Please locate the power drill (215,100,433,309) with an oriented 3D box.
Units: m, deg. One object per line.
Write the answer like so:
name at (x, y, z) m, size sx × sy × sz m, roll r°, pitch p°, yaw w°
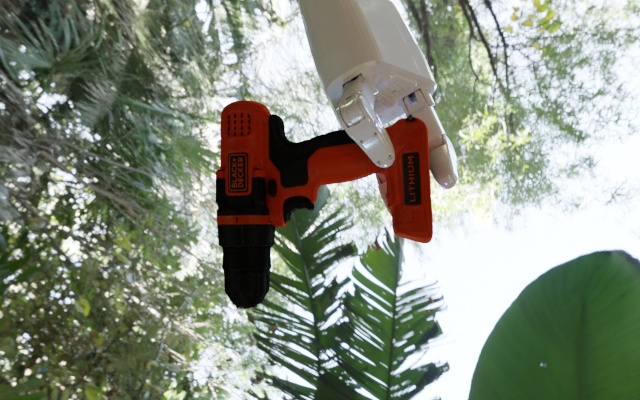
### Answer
power drill at (0.001, 0.001, 0.414) m, size 0.187 × 0.184 × 0.057 m, roll -2°, pitch -1°, yaw 8°
